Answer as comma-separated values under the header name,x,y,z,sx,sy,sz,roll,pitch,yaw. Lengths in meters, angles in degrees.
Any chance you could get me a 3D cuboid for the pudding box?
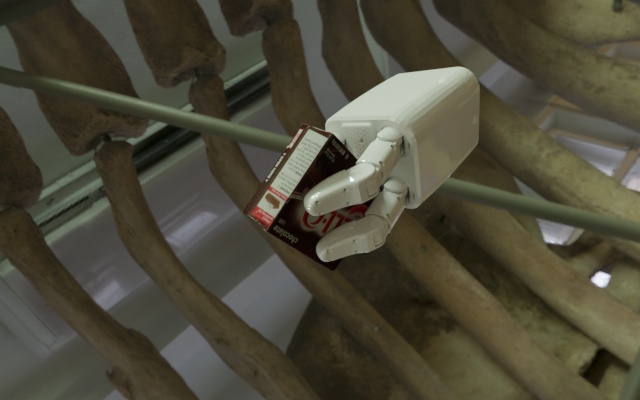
name,x,y,z,sx,sy,sz,roll,pitch,yaw
pudding box,0.000,0.001,0.405,0.039,0.090,0.113,29,-6,40
